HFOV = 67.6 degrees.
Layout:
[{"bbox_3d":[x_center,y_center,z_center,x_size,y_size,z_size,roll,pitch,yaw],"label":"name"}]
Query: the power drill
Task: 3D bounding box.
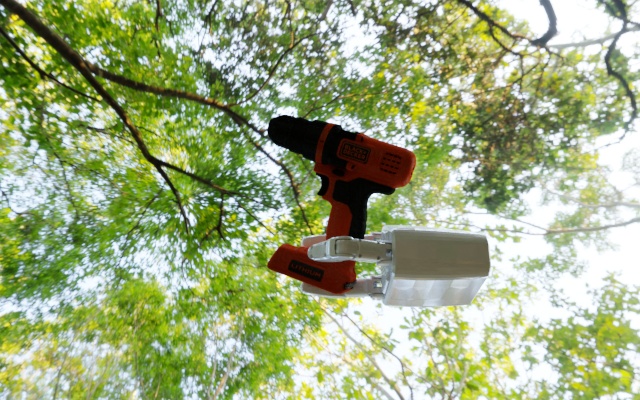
[{"bbox_3d":[0.000,0.002,0.566,0.184,0.187,0.057,19,5,17],"label":"power drill"}]
